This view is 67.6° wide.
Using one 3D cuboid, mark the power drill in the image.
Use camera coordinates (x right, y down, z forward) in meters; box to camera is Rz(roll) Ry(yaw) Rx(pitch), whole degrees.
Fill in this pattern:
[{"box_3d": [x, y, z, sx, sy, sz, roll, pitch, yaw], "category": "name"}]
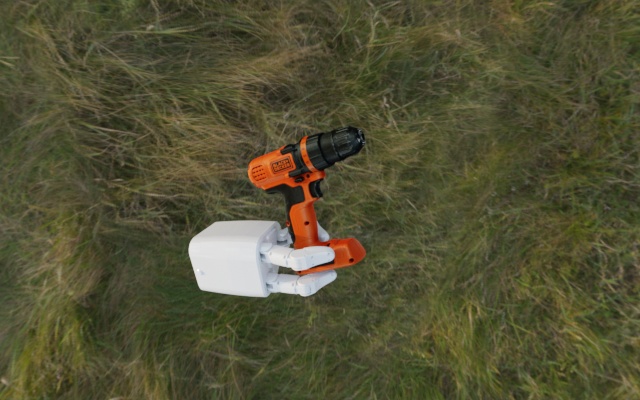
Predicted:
[{"box_3d": [0.000, 0.003, 0.676, 0.184, 0.187, 0.057, -16, 4, 29], "category": "power drill"}]
